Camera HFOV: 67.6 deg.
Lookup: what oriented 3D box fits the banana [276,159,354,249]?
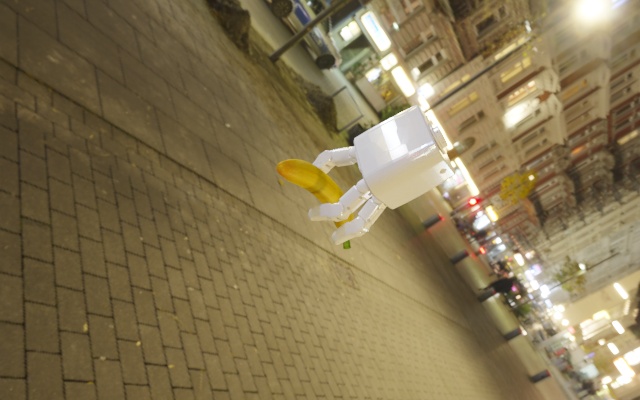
[{"bbox_3d":[0.003,-0.009,0.717,0.037,0.069,0.198,-23,-51,25],"label":"banana"}]
